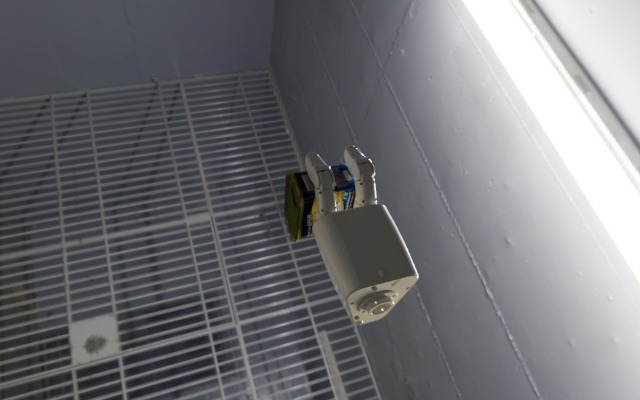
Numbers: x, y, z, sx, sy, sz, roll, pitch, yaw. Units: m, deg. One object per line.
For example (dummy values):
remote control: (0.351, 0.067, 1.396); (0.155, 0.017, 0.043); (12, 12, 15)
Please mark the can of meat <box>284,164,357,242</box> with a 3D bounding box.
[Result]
can of meat: (0.000, 0.002, 0.640); (0.084, 0.057, 0.102); (-11, -40, -17)
